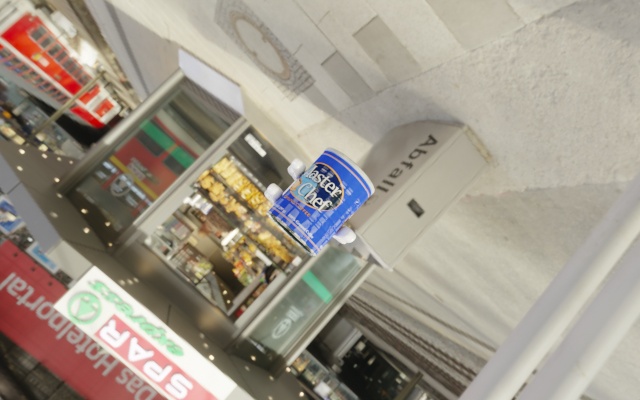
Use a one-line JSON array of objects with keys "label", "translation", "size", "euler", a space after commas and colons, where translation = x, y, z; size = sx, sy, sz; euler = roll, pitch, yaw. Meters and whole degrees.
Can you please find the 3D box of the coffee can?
[{"label": "coffee can", "translation": [0.000, 0.002, 0.743], "size": [0.103, 0.140, 0.103], "euler": [41, -10, 9]}]
